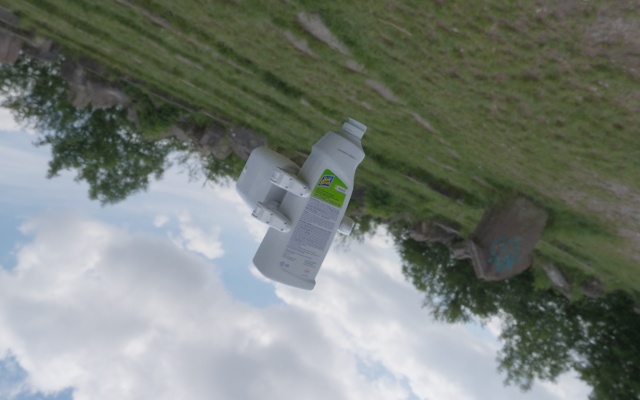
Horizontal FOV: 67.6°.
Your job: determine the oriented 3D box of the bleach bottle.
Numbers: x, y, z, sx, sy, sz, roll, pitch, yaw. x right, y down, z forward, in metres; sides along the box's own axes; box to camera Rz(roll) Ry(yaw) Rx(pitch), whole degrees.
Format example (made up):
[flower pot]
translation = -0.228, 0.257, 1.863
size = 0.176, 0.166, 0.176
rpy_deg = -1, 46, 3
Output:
[bleach bottle]
translation = 0.000, 0.002, 0.691
size = 0.102, 0.251, 0.068
rpy_deg = 23, 8, -37
